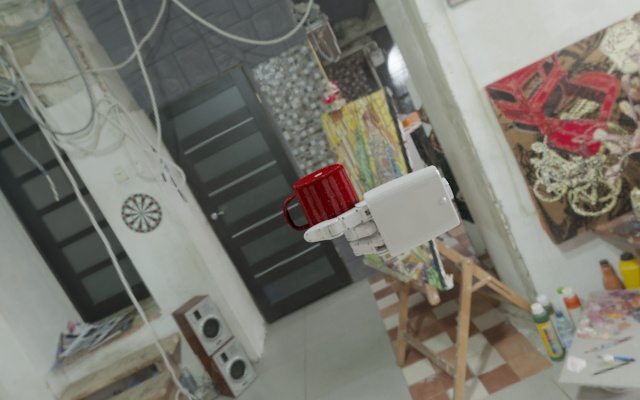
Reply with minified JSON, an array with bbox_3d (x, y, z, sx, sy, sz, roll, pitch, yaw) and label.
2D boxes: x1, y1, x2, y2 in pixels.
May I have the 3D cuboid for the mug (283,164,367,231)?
[{"bbox_3d":[-0.001,0.003,0.707,0.117,0.081,0.093,-24,11,6],"label":"mug"}]
